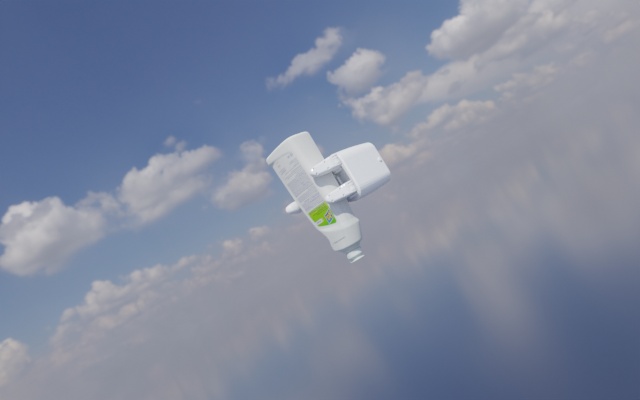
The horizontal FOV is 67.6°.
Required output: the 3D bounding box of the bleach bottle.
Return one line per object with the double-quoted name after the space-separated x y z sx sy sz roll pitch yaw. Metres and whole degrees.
0.000 0.003 0.887 0.068 0.251 0.102 -26 -7 -41 "bleach bottle"
